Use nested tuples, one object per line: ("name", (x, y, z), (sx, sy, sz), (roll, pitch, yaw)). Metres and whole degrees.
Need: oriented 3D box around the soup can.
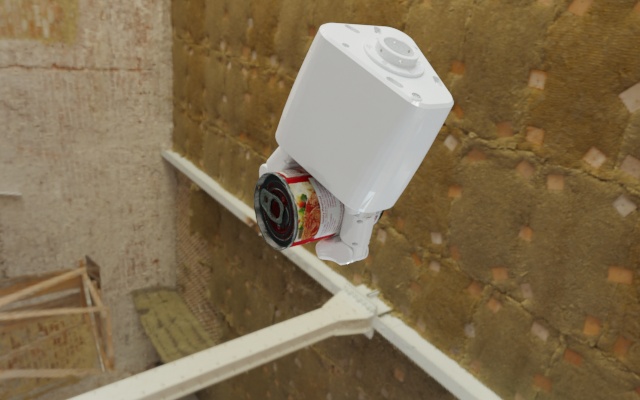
("soup can", (0.000, 0.002, 0.435), (0.102, 0.068, 0.068), (-11, 7, -35))
